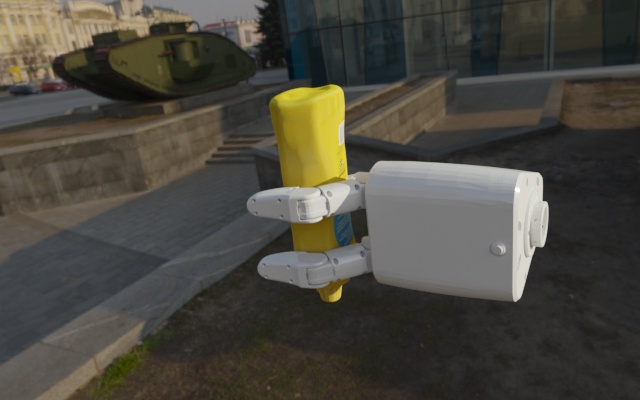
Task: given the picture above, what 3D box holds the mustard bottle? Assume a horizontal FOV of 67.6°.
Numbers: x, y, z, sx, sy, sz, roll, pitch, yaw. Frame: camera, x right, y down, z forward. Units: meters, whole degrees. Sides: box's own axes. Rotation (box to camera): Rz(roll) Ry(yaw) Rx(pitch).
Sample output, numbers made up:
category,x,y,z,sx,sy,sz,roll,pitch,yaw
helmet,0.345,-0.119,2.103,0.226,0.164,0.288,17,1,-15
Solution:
category,x,y,z,sx,sy,sz,roll,pitch,yaw
mustard bottle,0.000,0.001,0.417,0.058,0.192,0.096,-4,19,10
